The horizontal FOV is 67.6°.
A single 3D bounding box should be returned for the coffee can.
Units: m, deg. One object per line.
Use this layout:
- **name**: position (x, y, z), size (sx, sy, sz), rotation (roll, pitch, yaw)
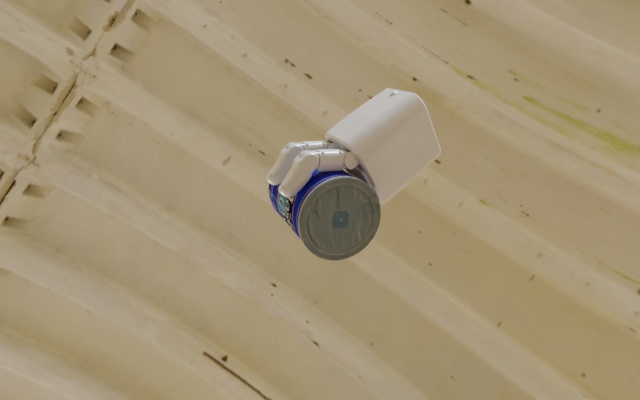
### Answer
- **coffee can**: position (0.000, 0.002, 0.612), size (0.103, 0.103, 0.140), rotation (0, 17, -21)
